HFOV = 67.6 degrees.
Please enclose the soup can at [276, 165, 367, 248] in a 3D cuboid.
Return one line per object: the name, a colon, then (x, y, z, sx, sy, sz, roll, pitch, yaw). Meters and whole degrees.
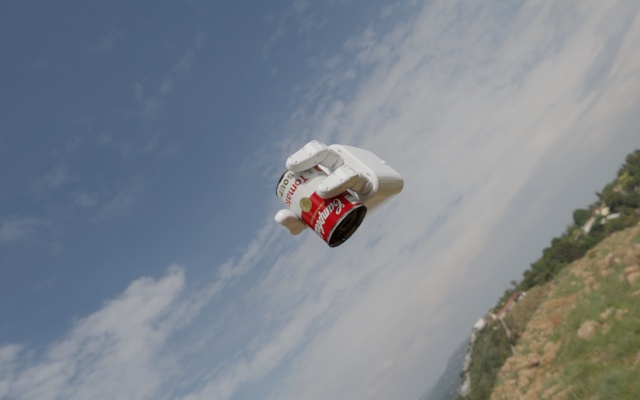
soup can: (0.000, 0.002, 0.613, 0.102, 0.068, 0.068, 42, 19, 23)
